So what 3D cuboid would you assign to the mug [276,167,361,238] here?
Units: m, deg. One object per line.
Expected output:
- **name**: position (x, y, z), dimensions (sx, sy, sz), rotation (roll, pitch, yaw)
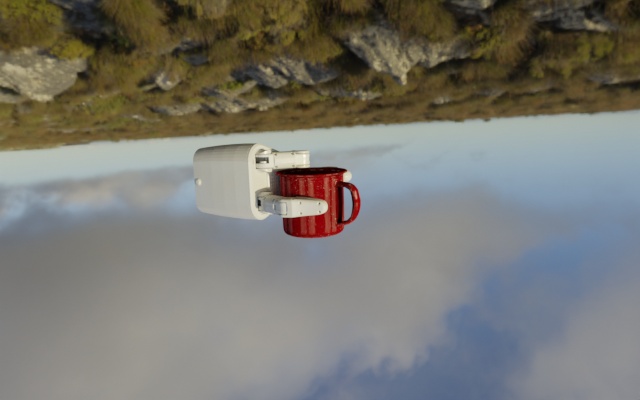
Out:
- **mug**: position (0.001, 0.002, 0.620), dimensions (0.117, 0.081, 0.093), rotation (4, 12, 32)
